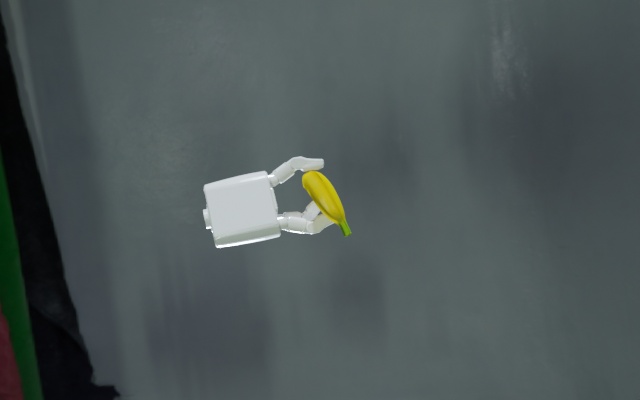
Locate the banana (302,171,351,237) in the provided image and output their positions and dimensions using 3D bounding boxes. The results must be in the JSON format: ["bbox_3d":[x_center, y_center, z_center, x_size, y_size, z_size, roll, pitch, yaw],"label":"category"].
[{"bbox_3d":[-0.002,-0.012,0.787,0.037,0.070,0.197,-17,29,-10],"label":"banana"}]
